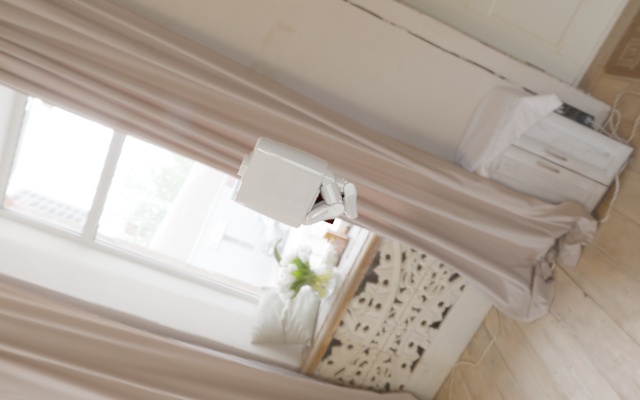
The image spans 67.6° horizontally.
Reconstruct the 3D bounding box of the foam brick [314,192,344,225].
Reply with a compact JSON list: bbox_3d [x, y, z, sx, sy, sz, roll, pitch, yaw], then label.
[{"bbox_3d":[0.000,0.003,0.788,0.051,0.053,0.078,22,1,-11],"label":"foam brick"}]
